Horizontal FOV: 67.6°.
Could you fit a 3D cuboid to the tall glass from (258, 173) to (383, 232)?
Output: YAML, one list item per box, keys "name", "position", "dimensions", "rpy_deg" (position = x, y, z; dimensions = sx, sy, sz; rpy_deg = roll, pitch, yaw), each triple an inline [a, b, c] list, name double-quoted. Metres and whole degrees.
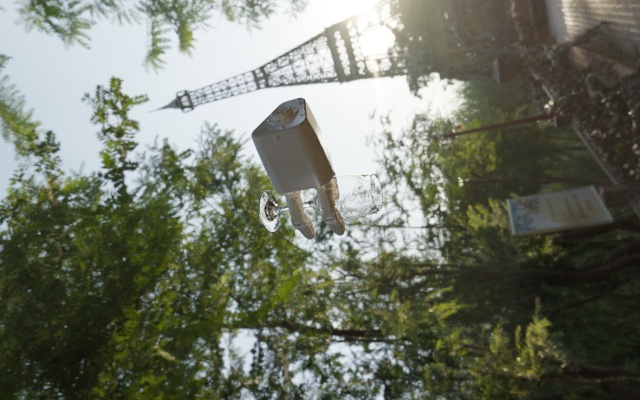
- name: "tall glass"
  position: [0.000, 0.003, 0.803]
  dimensions: [0.201, 0.079, 0.079]
  rpy_deg: [-10, -4, 22]
